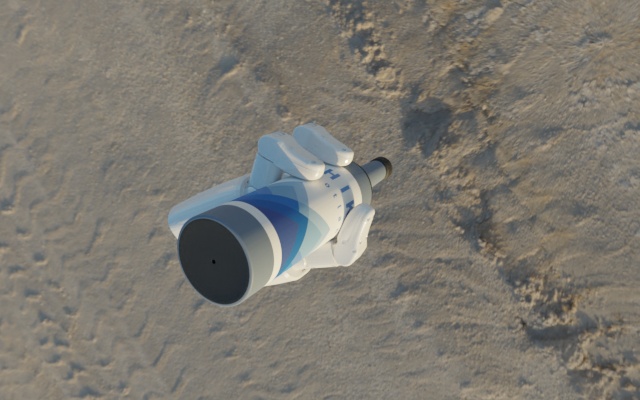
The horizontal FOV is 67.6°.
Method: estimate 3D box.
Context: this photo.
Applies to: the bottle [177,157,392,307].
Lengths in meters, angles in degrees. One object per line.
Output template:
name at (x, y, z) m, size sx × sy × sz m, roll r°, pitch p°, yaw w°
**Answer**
bottle at (0.000, 0.002, 0.441) m, size 0.069 × 0.069 × 0.295 m, roll 0°, pitch 16°, yaw 31°
